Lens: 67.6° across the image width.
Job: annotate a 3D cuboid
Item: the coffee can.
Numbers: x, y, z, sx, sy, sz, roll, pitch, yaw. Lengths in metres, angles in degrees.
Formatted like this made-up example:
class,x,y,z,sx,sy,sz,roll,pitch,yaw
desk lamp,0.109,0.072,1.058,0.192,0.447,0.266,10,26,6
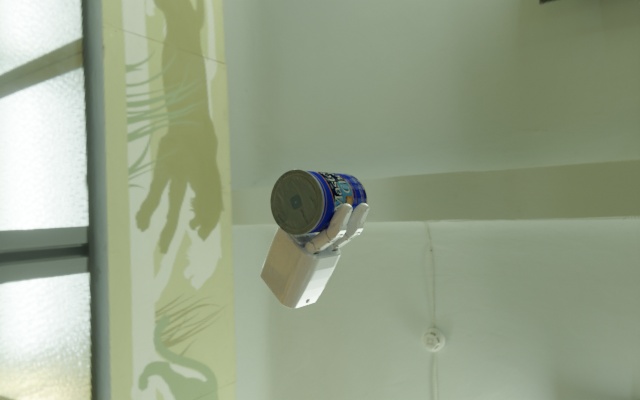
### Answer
class,x,y,z,sx,sy,sz,roll,pitch,yaw
coffee can,0.000,0.002,0.799,0.103,0.103,0.140,0,0,35
